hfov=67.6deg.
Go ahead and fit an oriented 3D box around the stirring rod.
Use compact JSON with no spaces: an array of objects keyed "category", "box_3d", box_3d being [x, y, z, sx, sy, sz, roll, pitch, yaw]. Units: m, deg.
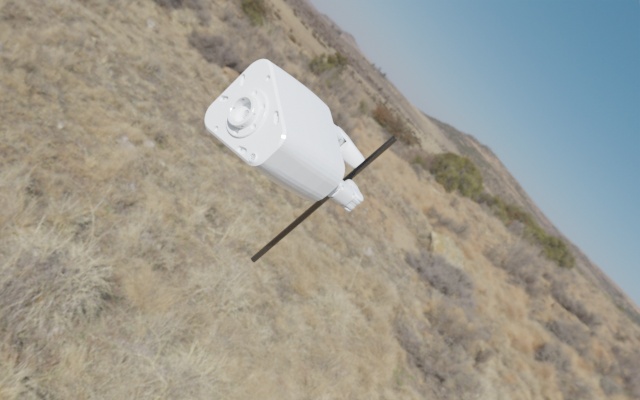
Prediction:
[{"category":"stirring rod","box_3d":[0.000,0.002,0.594,0.239,0.011,0.011,-41,-12,14]}]
